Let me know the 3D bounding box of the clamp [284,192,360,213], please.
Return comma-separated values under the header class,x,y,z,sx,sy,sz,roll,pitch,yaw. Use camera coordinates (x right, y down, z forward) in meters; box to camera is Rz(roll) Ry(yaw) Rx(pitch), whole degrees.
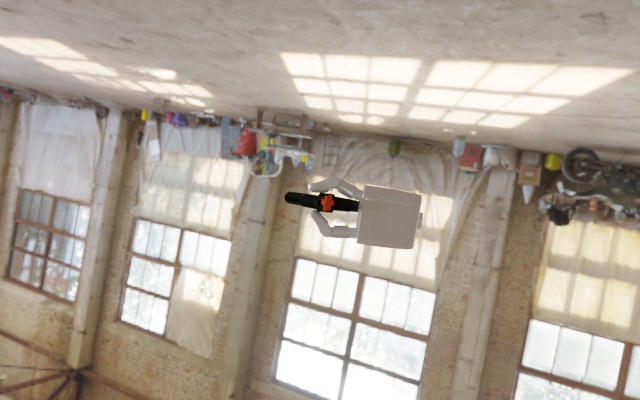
class,x,y,z,sx,sy,sz,roll,pitch,yaw
clamp,0.000,0.004,0.899,0.164,0.036,0.210,6,0,6
